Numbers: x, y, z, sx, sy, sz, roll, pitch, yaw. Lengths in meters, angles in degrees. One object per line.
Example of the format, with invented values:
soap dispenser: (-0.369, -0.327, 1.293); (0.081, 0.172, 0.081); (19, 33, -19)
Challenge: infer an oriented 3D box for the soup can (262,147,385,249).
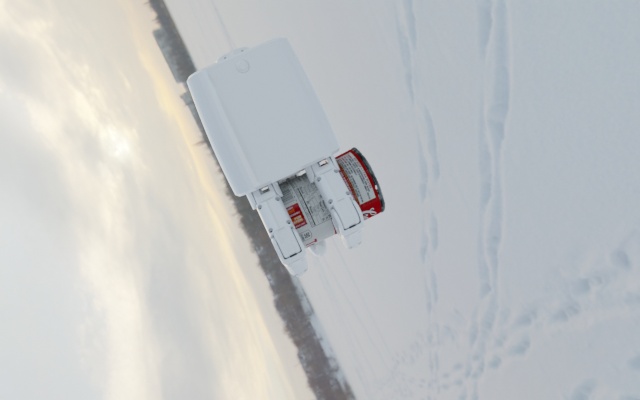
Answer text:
soup can: (0.000, 0.002, 0.449); (0.102, 0.068, 0.068); (-25, 3, -7)
